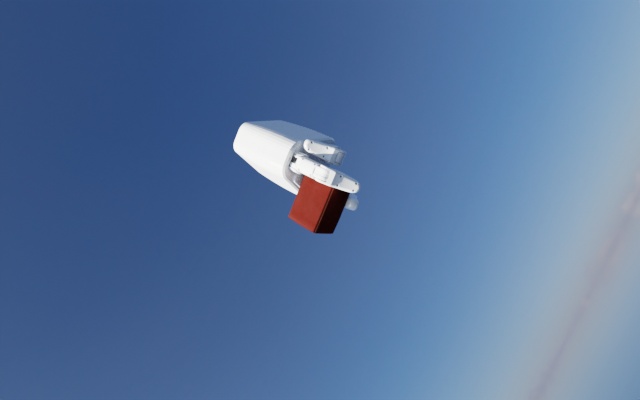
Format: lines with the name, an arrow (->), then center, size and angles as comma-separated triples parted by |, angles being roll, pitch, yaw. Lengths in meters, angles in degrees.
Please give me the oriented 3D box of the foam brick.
foam brick -> 0.000, 0.002, 0.674 | 0.051, 0.078, 0.053 | 26, 7, 30
